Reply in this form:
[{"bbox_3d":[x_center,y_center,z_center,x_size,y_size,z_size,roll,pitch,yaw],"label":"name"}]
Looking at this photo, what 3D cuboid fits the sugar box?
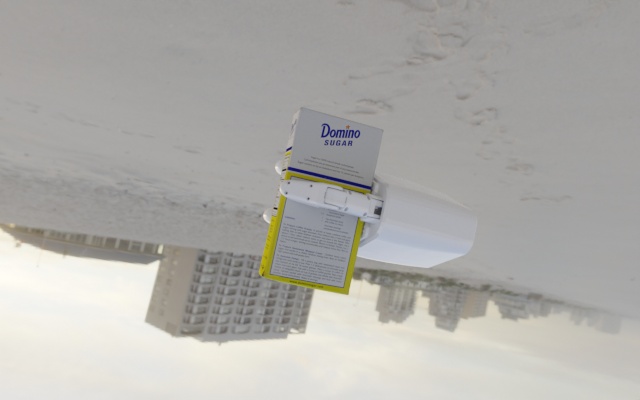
[{"bbox_3d":[0.000,0.002,0.499,0.093,0.176,0.048,14,-5,-14],"label":"sugar box"}]
